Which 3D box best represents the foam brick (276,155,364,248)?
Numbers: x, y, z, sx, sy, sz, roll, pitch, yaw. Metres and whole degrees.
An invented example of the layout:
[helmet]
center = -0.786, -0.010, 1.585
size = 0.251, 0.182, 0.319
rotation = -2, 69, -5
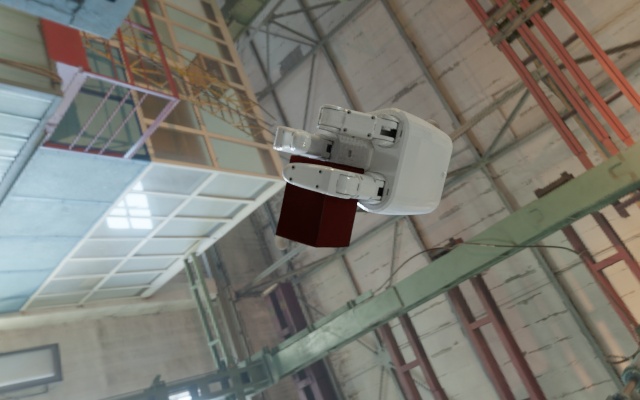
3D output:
[foam brick]
center = 0.000, 0.002, 0.446
size = 0.053, 0.078, 0.051
rotation = 16, 6, 39
